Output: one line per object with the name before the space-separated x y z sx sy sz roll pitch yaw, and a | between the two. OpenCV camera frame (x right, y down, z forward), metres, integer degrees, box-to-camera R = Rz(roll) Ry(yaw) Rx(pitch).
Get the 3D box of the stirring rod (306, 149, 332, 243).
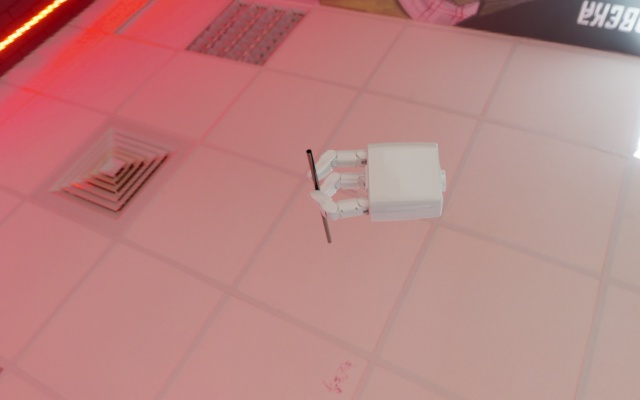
stirring rod | 0.000 0.002 0.759 0.011 0.011 0.240 0 -36 10
